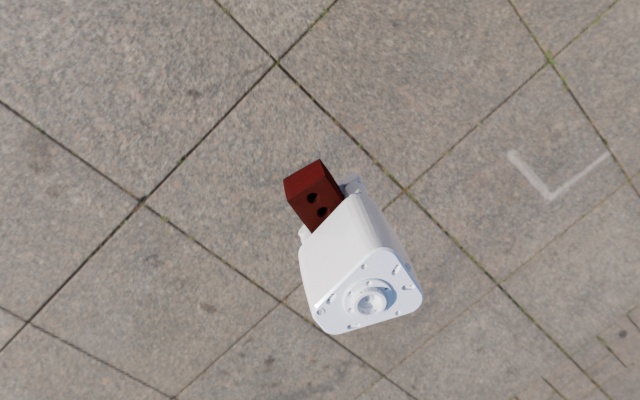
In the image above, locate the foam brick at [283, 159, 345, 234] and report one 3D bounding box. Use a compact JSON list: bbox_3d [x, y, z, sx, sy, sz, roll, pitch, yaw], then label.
[{"bbox_3d":[0.000,0.002,0.555,0.053,0.078,0.051,-31,28,9],"label":"foam brick"}]
